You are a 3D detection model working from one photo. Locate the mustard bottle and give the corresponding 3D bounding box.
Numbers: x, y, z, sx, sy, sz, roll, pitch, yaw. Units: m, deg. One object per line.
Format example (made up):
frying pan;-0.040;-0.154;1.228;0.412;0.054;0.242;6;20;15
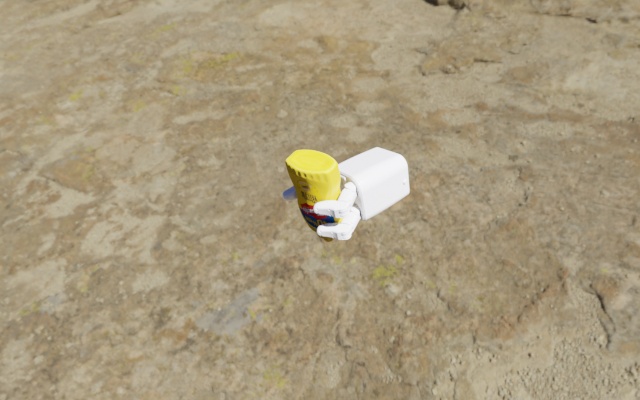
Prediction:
mustard bottle;0.000;0.003;0.858;0.096;0.192;0.058;18;50;31
